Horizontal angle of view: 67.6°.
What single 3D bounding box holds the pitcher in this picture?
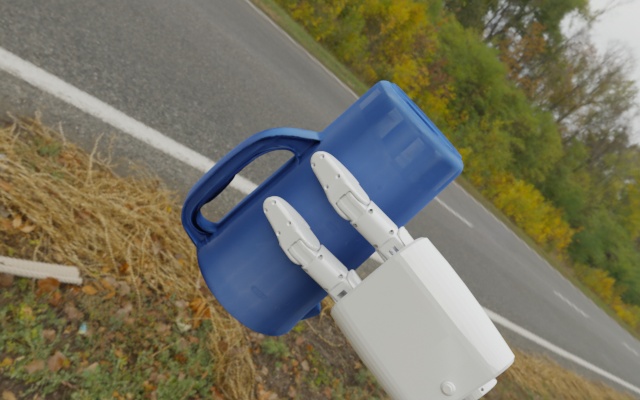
[{"bbox_3d":[0.000,0.002,0.447,0.243,0.145,0.149,-42,-22,18],"label":"pitcher"}]
